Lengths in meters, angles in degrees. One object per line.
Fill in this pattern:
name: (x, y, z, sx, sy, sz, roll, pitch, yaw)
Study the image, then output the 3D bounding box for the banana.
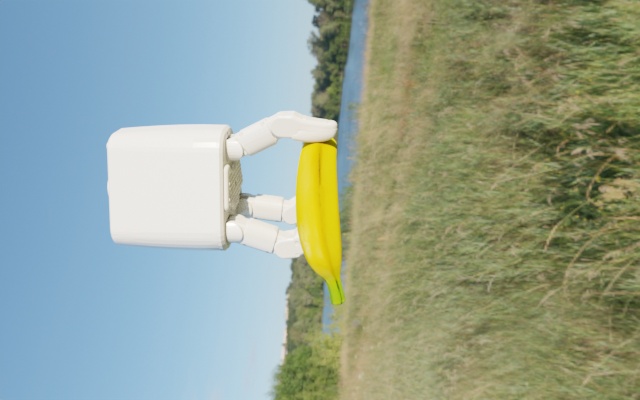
banana: (-0.001, -0.009, 0.427, 0.037, 0.197, 0.070, -4, -42, 3)
